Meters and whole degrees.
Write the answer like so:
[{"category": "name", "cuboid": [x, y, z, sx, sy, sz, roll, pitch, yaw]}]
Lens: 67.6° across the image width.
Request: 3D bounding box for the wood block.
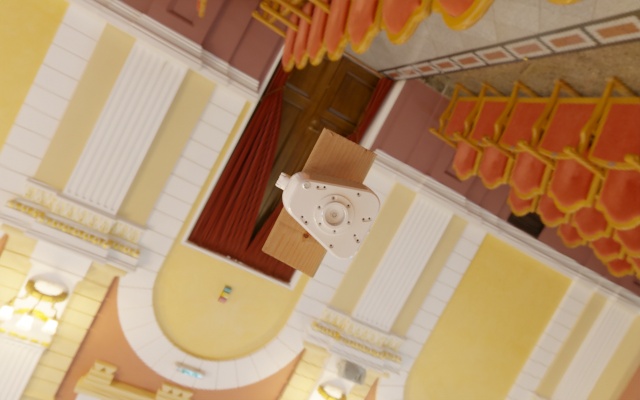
[{"category": "wood block", "cuboid": [0.000, 0.002, 0.746, 0.091, 0.206, 0.090, 28, 3, 2]}]
